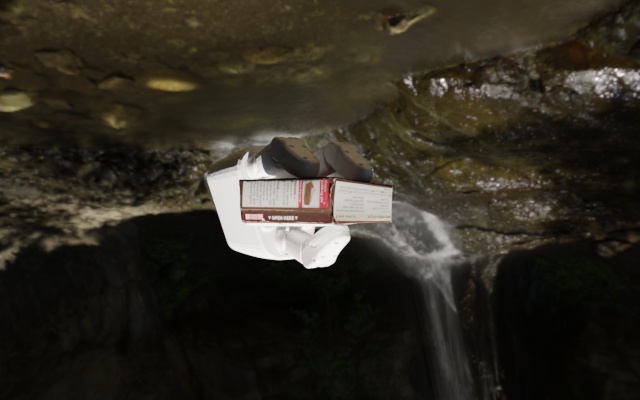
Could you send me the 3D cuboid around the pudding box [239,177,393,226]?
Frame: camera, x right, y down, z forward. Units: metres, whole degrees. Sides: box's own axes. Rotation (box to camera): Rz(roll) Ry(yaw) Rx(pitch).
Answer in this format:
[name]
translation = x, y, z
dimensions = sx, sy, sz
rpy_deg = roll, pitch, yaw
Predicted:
[pudding box]
translation = 0.000, 0.002, 0.407
dimensions = 0.090, 0.039, 0.113
rpy_deg = -1, 0, 30
